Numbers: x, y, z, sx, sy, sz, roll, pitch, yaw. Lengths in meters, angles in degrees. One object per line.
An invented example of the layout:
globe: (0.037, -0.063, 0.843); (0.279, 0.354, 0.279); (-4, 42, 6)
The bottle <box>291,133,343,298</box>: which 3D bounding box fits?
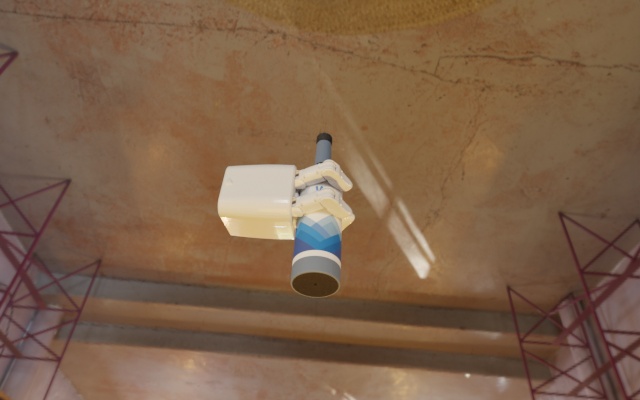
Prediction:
bottle: (0.000, 0.003, 0.731); (0.069, 0.295, 0.069); (2, -41, 2)
